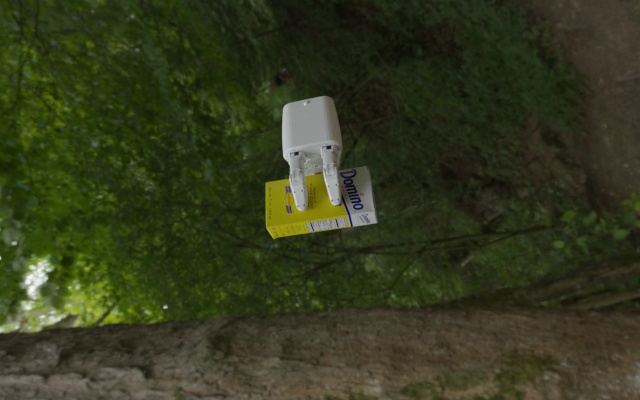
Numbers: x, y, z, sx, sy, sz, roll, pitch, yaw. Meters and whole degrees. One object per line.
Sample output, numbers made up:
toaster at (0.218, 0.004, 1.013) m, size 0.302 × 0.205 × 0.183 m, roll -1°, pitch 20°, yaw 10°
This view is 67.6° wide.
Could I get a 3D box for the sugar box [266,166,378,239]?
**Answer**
sugar box at (0.000, 0.002, 0.783) m, size 0.176 × 0.093 × 0.048 m, roll -11°, pitch -34°, yaw 8°
